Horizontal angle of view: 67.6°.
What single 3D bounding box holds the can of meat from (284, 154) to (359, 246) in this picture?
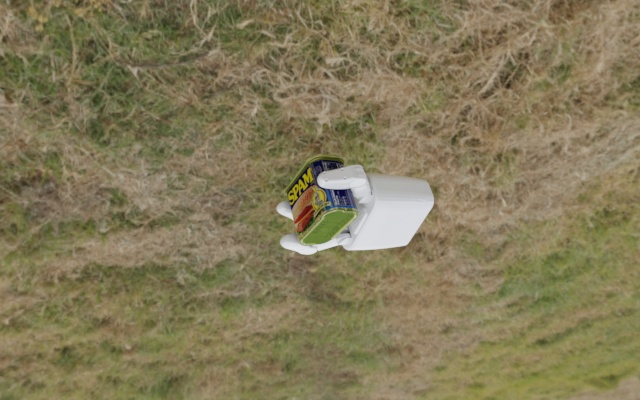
[{"bbox_3d":[0.000,0.002,0.634,0.057,0.084,0.102,3,-32,-32],"label":"can of meat"}]
